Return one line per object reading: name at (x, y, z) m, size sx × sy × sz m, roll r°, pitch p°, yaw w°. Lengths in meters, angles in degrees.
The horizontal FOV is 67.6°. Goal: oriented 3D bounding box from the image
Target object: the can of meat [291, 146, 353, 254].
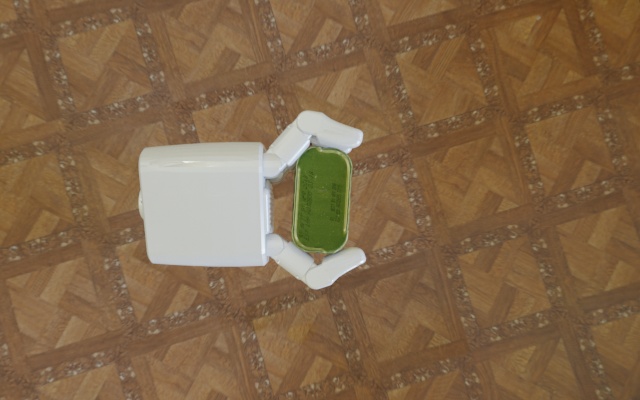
can of meat at (0.000, 0.002, 0.467) m, size 0.057 × 0.102 × 0.084 m, roll 3°, pitch -3°, yaw -1°
